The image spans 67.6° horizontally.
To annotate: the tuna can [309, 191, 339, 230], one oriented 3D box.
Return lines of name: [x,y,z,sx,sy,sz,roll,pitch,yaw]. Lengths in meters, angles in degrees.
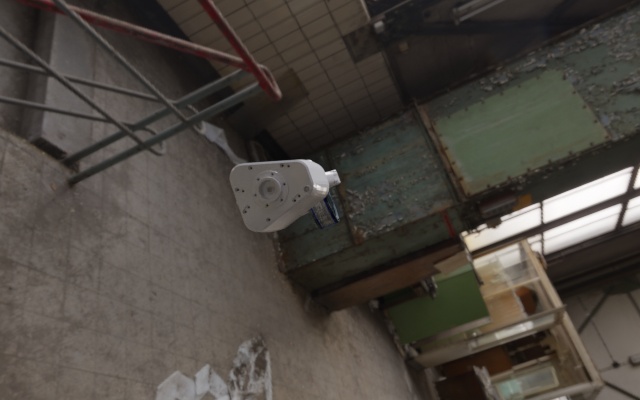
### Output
tuna can: [0.001,0.002,0.785,0.034,0.086,0.086,-23,-3,7]
